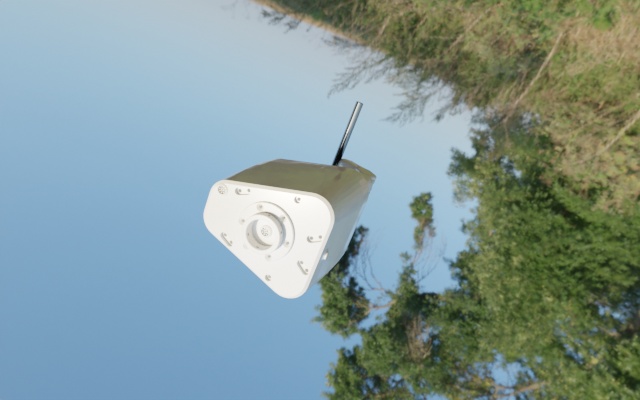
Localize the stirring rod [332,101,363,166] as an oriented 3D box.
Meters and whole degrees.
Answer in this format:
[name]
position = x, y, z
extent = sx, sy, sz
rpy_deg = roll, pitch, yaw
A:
[stirring rod]
position = 0.000, 0.002, 0.547
extent = 0.011, 0.239, 0.011
rpy_deg = 19, 19, -7
